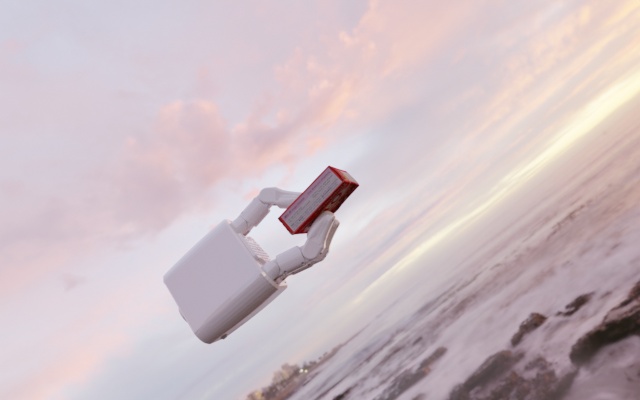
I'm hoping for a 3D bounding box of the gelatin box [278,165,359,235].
[{"bbox_3d":[0.000,0.001,0.568,0.030,0.089,0.073,46,11,14],"label":"gelatin box"}]
